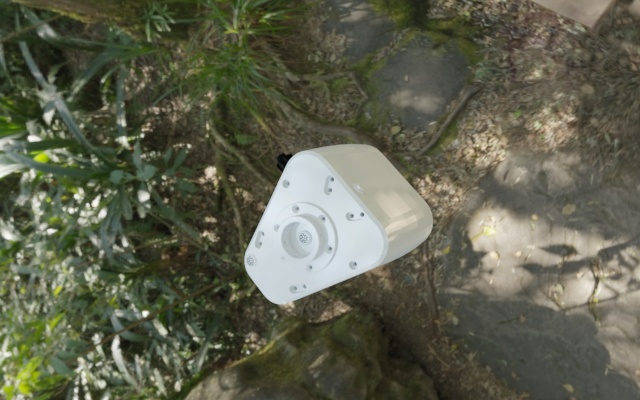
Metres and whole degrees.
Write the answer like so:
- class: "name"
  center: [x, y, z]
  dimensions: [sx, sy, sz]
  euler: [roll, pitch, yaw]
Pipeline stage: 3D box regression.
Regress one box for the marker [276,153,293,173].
- class: "marker"
  center: [0.000, 0.001, 0.445]
  dimensions: [0.020, 0.121, 0.020]
  euler: [-39, -13, -11]
